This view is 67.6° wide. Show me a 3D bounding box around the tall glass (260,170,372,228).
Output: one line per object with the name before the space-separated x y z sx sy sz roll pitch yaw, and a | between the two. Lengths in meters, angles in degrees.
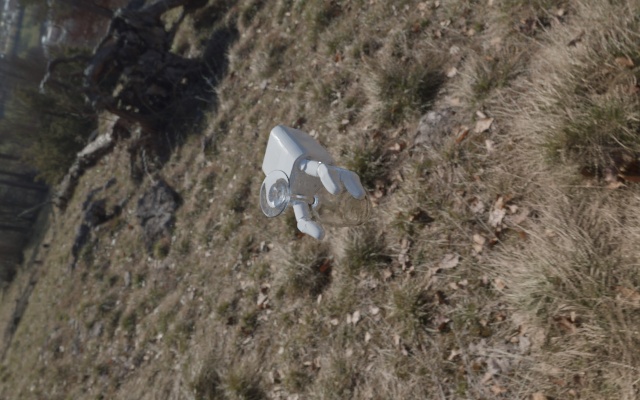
tall glass | 0.000 0.003 0.800 0.201 0.079 0.079 11 -8 -43
